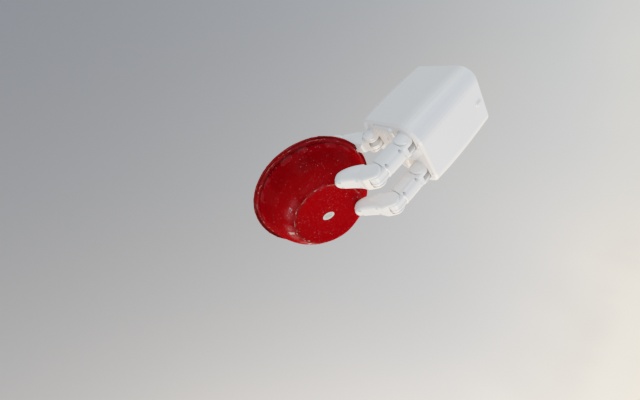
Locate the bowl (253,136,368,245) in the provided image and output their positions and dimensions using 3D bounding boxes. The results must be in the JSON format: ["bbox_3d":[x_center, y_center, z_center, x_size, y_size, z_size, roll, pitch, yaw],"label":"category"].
[{"bbox_3d":[-0.001,0.003,0.603,0.162,0.162,0.055,0,35,-28],"label":"bowl"}]
